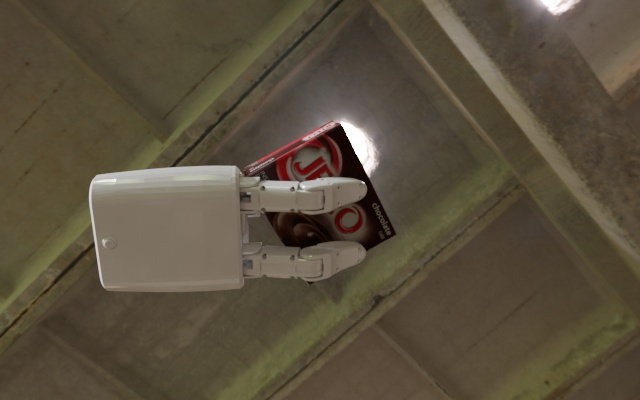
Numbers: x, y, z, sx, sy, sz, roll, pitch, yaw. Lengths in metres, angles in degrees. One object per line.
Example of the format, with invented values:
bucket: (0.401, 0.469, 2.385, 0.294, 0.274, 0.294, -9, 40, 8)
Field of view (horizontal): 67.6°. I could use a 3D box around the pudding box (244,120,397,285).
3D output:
pudding box: (0.000, 0.001, 0.409, 0.090, 0.113, 0.039, -30, 20, -2)
